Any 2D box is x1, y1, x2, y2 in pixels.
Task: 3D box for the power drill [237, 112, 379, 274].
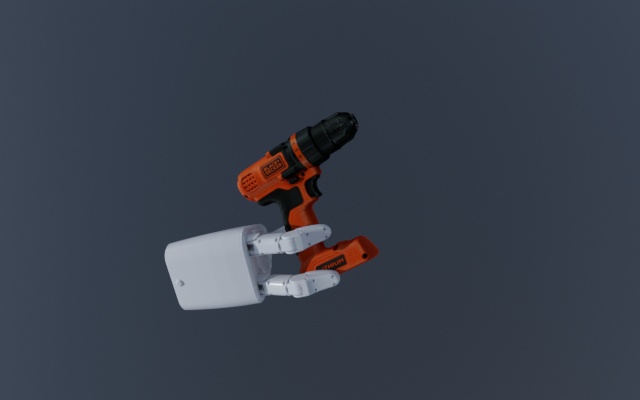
[{"bbox_3d":[0.000,0.003,0.615,0.184,0.187,0.057,-30,-8,23],"label":"power drill"}]
